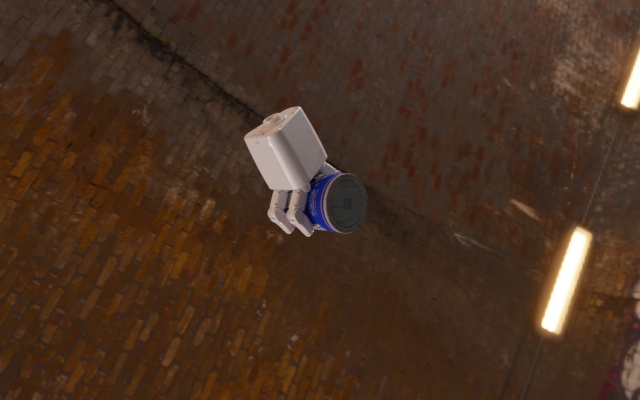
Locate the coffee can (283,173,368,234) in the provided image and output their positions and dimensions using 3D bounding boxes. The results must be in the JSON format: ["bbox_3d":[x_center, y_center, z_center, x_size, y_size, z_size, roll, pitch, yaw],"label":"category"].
[{"bbox_3d":[0.000,0.003,0.862,0.103,0.103,0.140,0,2,-42],"label":"coffee can"}]
